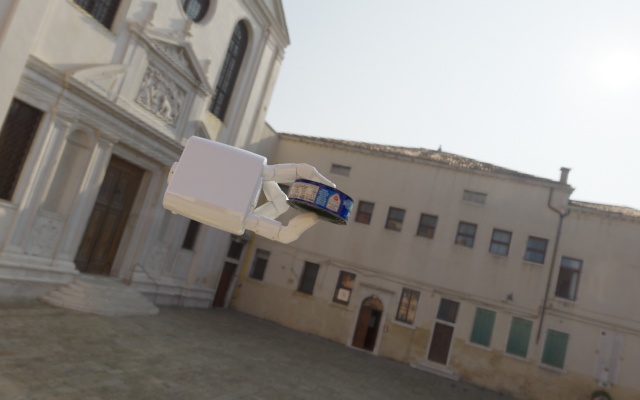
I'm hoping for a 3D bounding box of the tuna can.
[{"bbox_3d":[0.000,0.002,0.633,0.086,0.033,0.086,20,-10,4],"label":"tuna can"}]
